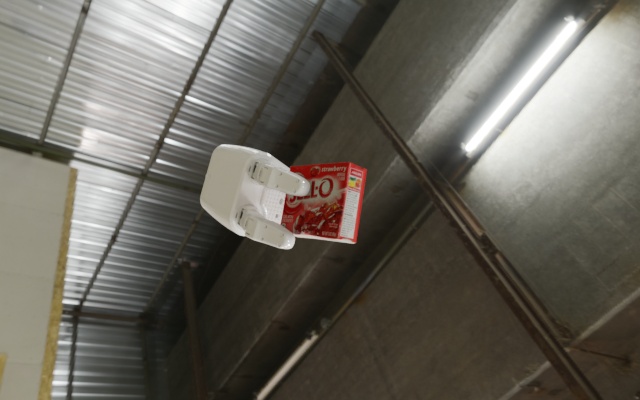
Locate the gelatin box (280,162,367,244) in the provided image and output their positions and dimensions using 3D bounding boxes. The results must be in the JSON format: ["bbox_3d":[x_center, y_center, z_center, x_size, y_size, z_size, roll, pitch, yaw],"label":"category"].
[{"bbox_3d":[0.001,0.002,0.475,0.030,0.073,0.089,16,-10,-43],"label":"gelatin box"}]
